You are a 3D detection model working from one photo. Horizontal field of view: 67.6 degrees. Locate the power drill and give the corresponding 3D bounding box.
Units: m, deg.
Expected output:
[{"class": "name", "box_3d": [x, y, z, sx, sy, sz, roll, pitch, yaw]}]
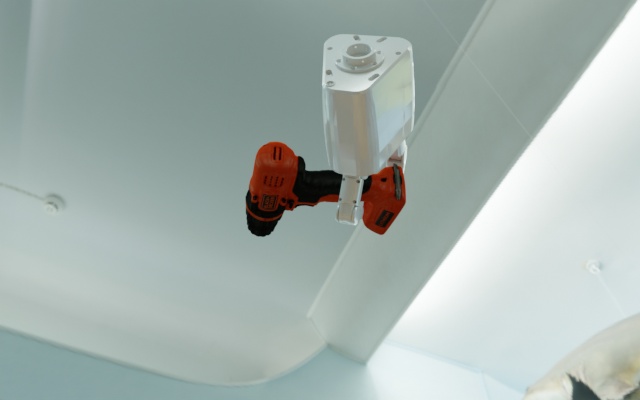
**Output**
[{"class": "power drill", "box_3d": [0.001, 0.002, 0.604, 0.187, 0.057, 0.184, 4, -29, -11]}]
